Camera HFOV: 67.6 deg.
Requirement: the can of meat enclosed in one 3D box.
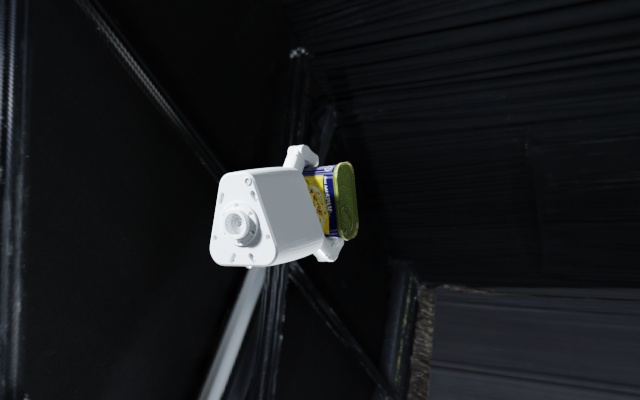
[{"bbox_3d":[0.000,0.002,0.649,0.084,0.102,0.057,-3,7,27],"label":"can of meat"}]
